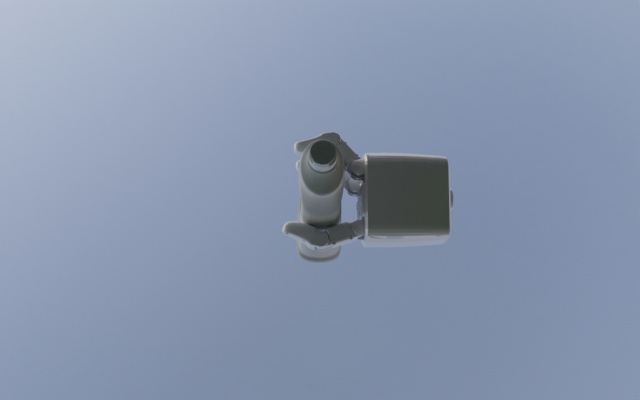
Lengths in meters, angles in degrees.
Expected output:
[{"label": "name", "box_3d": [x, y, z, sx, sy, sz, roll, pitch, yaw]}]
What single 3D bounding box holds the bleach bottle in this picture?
[{"label": "bleach bottle", "box_3d": [0.000, 0.002, 0.617, 0.068, 0.102, 0.251, 0, -21, -1]}]
